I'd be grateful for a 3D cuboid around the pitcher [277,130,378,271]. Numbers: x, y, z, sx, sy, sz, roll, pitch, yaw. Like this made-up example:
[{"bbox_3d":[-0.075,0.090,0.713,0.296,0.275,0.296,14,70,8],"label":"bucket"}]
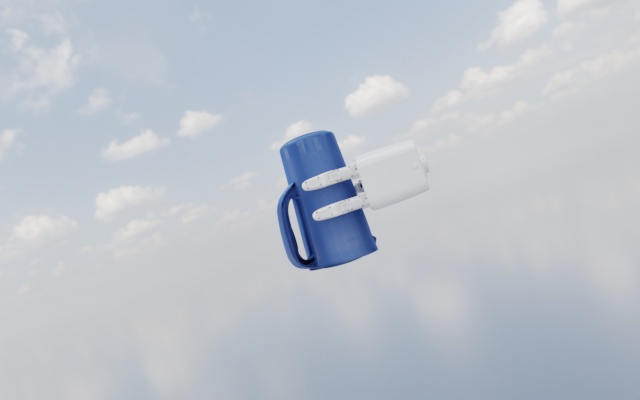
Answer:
[{"bbox_3d":[0.000,0.003,0.876,0.145,0.243,0.149,-19,-3,13],"label":"pitcher"}]
